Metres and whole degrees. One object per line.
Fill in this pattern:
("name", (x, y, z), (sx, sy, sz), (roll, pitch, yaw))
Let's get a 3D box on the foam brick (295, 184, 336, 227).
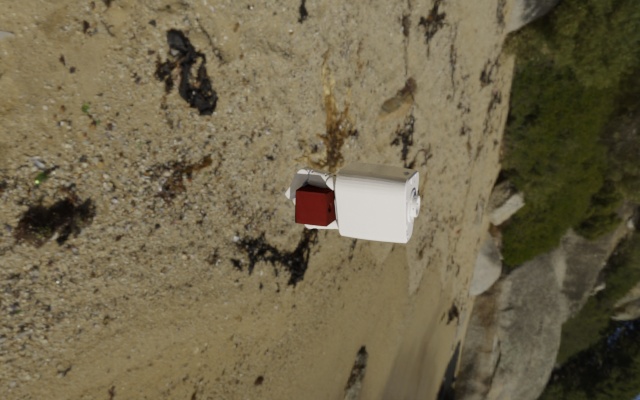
("foam brick", (0.000, 0.003, 0.731), (0.051, 0.053, 0.078), (8, 18, 22))
